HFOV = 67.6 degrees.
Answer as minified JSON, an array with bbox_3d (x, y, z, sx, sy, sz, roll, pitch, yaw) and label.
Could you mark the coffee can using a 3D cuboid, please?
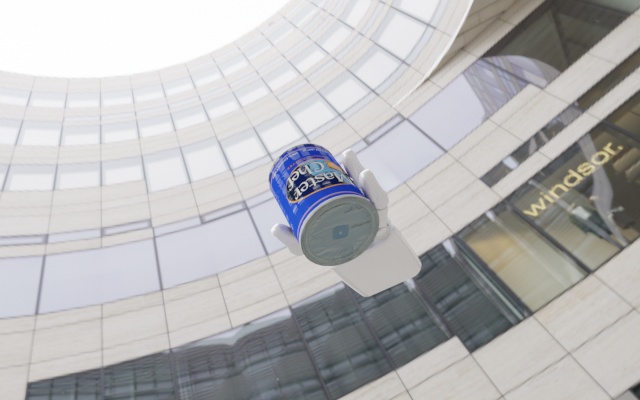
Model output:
[{"bbox_3d":[0.000,0.002,0.623,0.103,0.103,0.140,0,32,-25],"label":"coffee can"}]
